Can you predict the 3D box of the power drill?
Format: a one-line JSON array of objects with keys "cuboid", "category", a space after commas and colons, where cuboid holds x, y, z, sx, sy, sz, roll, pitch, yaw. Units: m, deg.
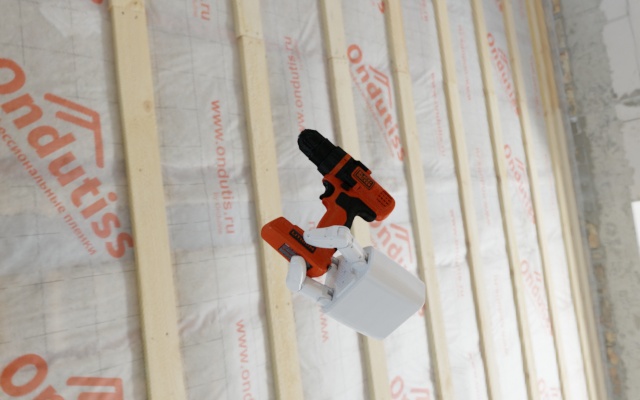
[{"cuboid": [0.000, 0.003, 0.691, 0.184, 0.187, 0.057, 41, -30, 0], "category": "power drill"}]
